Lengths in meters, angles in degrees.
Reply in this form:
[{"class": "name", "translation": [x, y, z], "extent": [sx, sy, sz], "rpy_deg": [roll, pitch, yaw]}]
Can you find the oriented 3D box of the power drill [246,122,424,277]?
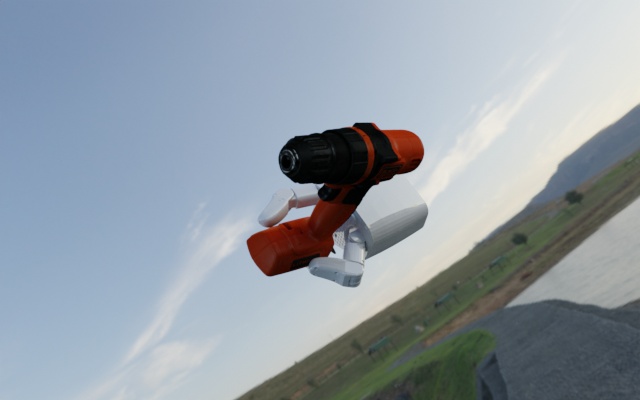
[{"class": "power drill", "translation": [0.000, 0.002, 0.479], "extent": [0.184, 0.057, 0.188], "rpy_deg": [-8, -32, -46]}]
